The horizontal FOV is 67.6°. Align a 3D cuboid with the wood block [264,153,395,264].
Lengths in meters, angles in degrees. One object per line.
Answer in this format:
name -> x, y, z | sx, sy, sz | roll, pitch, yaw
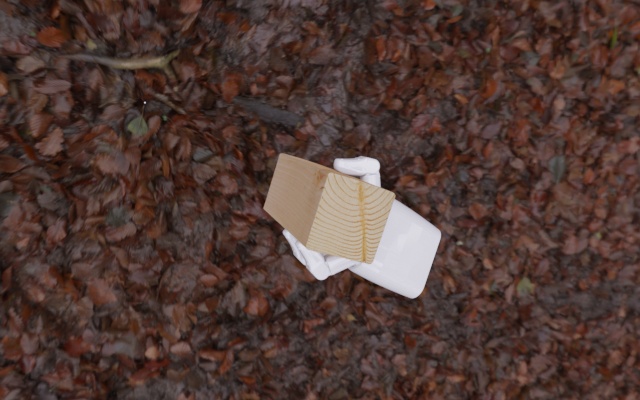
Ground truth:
wood block -> 0.001, 0.002, 0.628 | 0.090, 0.091, 0.206 | 16, 5, -22
